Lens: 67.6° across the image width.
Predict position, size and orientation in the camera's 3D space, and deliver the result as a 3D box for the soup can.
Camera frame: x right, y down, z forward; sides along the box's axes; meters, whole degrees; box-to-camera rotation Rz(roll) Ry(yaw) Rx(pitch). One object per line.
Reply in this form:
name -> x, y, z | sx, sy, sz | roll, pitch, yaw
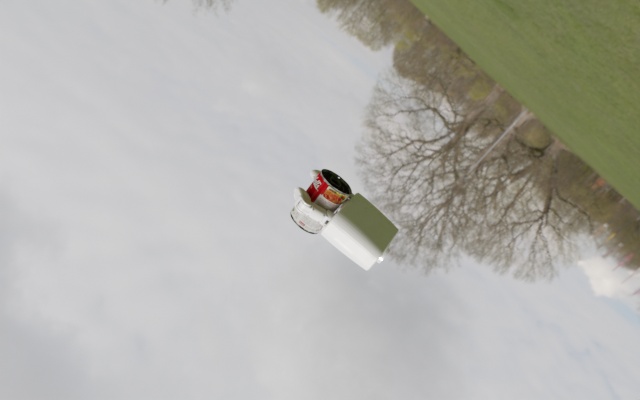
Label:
soup can -> 0.000, 0.003, 0.864 | 0.068, 0.102, 0.068 | 32, 23, -16
